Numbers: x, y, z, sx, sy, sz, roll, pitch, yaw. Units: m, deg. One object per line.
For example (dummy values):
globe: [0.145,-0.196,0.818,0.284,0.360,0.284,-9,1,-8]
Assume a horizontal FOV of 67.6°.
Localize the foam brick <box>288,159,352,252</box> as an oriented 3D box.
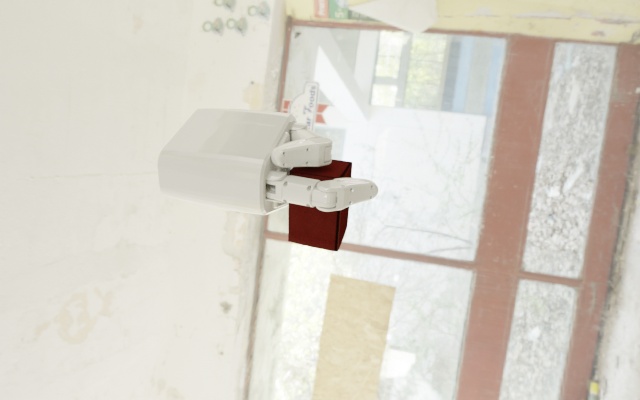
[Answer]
foam brick: [0.000,0.002,0.474,0.051,0.078,0.053,8,24,11]
